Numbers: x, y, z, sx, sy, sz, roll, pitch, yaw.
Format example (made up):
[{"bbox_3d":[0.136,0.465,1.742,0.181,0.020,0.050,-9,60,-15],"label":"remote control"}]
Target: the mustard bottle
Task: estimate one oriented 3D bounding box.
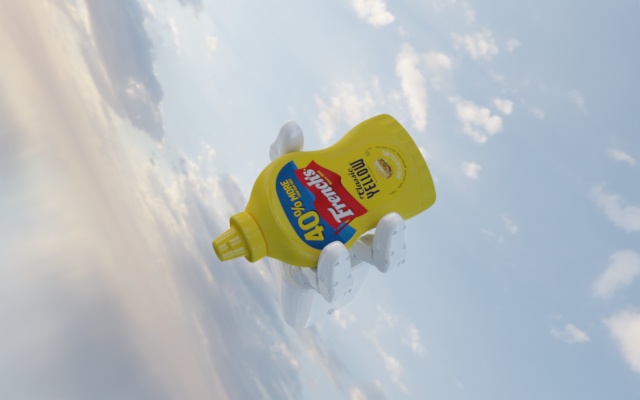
[{"bbox_3d":[0.000,0.001,0.401,0.191,0.096,0.058,-26,-4,-22],"label":"mustard bottle"}]
